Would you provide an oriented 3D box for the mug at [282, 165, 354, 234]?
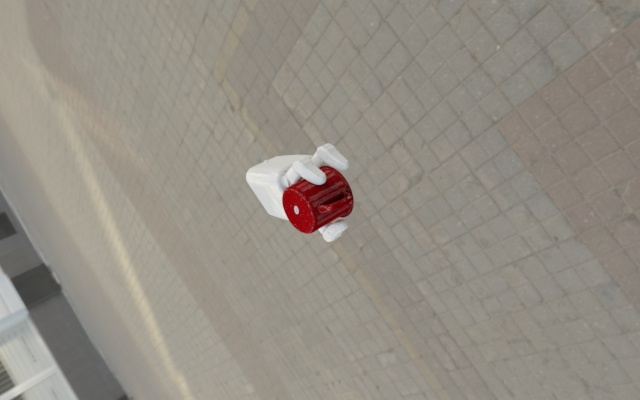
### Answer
[{"bbox_3d":[0.001,0.003,0.756,0.081,0.093,0.117,-29,22,-34],"label":"mug"}]
